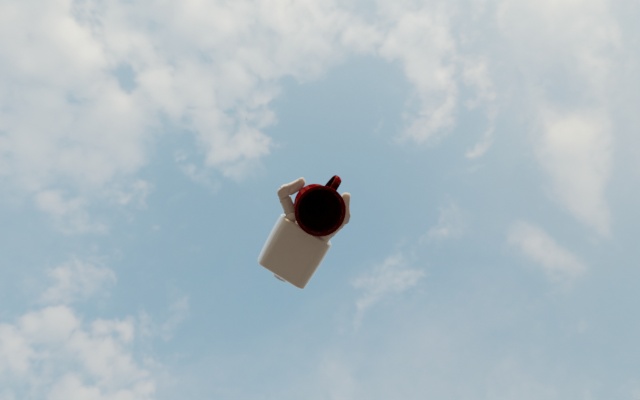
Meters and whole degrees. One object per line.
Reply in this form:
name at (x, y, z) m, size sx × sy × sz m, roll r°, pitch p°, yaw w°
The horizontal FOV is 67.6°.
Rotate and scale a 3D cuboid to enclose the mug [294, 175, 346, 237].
mug at (0.001, 0.002, 0.891) m, size 0.093 × 0.117 × 0.081 m, roll 30°, pitch 4°, yaw -12°
